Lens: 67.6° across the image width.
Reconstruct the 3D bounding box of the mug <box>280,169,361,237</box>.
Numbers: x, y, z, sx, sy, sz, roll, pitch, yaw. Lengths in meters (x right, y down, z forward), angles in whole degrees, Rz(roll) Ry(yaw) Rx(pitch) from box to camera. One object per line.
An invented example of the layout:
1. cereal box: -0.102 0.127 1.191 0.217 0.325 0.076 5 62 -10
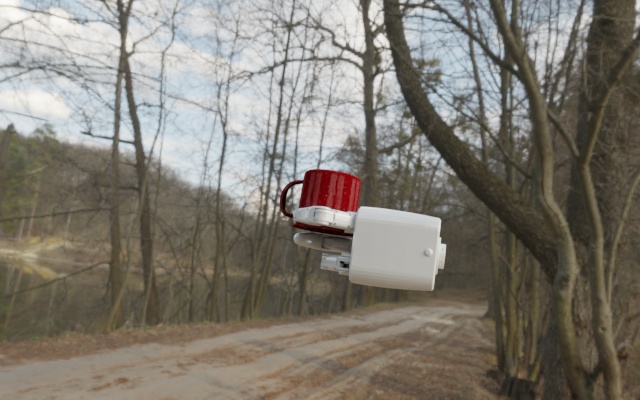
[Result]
1. mug: -0.001 0.002 0.674 0.117 0.081 0.093 7 -7 12
